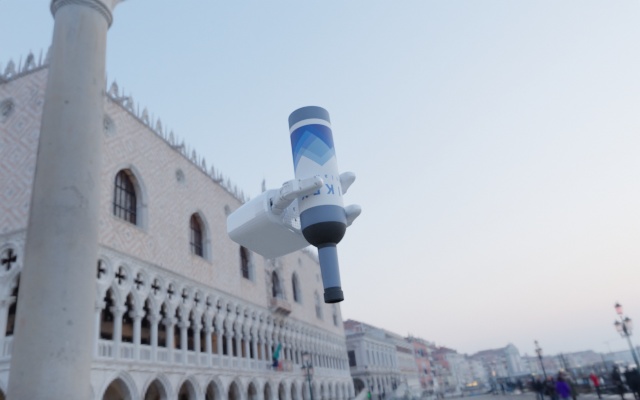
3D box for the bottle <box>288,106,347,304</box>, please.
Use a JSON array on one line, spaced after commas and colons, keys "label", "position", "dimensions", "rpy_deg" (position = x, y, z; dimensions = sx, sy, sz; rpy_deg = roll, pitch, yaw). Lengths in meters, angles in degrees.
[{"label": "bottle", "position": [0.000, 0.002, 0.701], "dimensions": [0.069, 0.295, 0.069], "rpy_deg": [-7, -23, -3]}]
